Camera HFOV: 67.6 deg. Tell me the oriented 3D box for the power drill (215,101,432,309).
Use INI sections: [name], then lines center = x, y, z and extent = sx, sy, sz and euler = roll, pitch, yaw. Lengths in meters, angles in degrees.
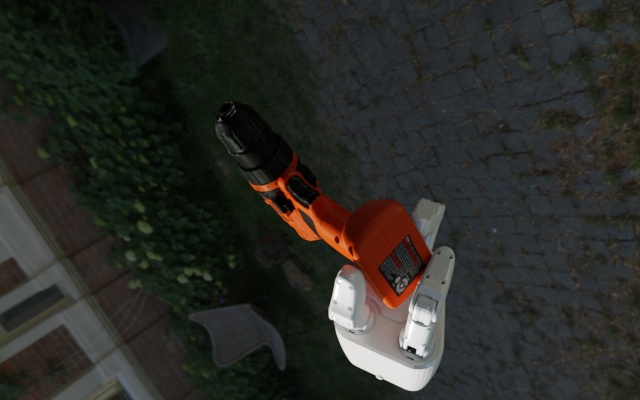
[power drill]
center = 0.000, 0.002, 0.417
extent = 0.187, 0.057, 0.184
euler = 35, -11, 46
